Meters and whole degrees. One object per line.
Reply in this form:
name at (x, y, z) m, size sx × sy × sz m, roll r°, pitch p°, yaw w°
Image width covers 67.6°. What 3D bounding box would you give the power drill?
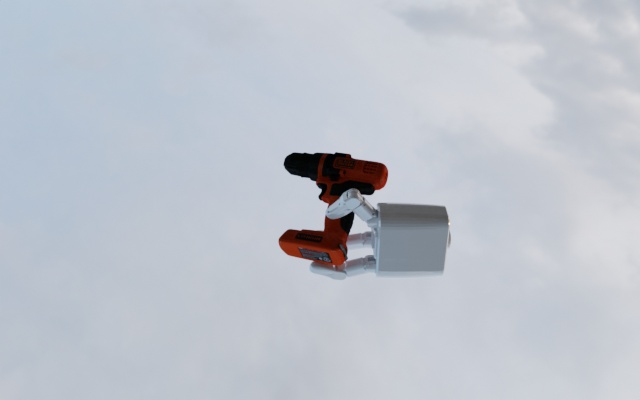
power drill at (0.000, 0.003, 0.769) m, size 0.184 × 0.187 × 0.057 m, roll 9°, pitch -29°, yaw 23°
